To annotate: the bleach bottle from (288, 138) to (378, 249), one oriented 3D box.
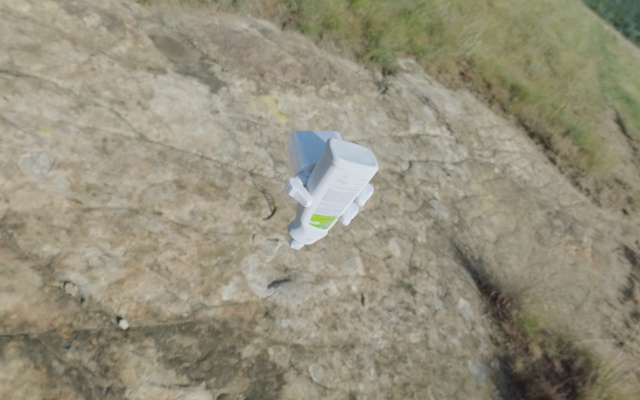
[{"bbox_3d":[0.000,0.003,0.886,0.102,0.068,0.251,11,-48,-30],"label":"bleach bottle"}]
